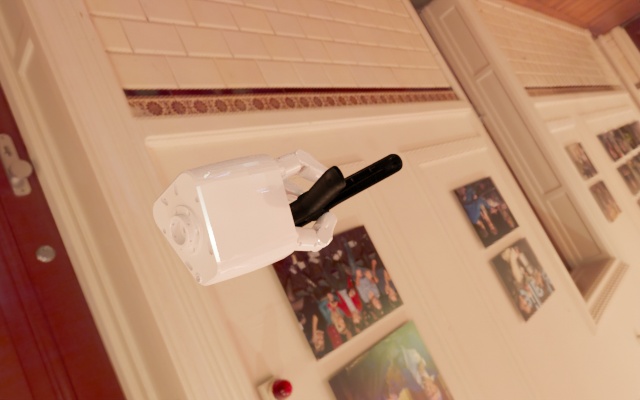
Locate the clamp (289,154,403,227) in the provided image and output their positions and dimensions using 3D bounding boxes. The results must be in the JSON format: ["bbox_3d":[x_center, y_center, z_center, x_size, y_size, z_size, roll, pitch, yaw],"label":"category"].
[{"bbox_3d":[0.000,0.003,0.602,0.210,0.036,0.164,-34,-11,40],"label":"clamp"}]
